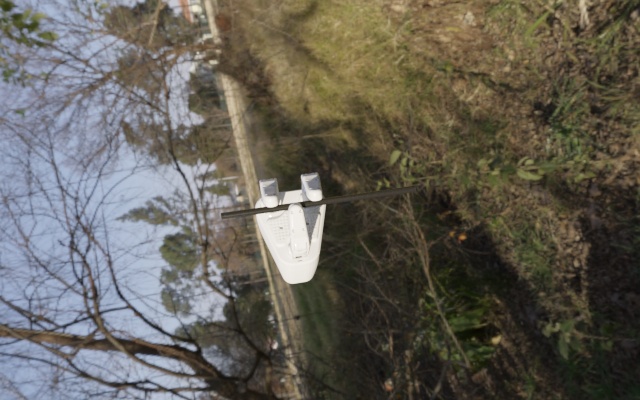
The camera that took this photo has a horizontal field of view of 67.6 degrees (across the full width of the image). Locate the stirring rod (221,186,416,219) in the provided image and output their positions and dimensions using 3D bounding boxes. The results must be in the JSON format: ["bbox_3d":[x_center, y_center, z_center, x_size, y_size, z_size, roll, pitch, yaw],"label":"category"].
[{"bbox_3d":[0.000,0.002,0.583,0.239,0.011,0.011,-8,1,-7],"label":"stirring rod"}]
